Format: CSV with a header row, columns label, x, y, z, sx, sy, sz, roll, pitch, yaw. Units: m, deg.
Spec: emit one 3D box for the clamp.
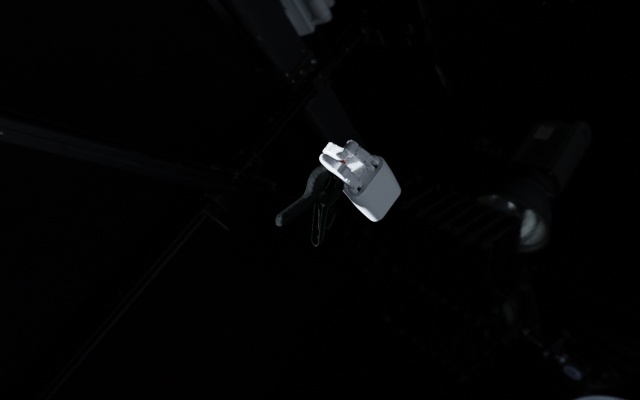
label,x,y,z,sx,sy,sz,roll,pitch,yaw
clamp,0.000,0.003,0.894,0.039,0.171,0.120,31,-10,41
